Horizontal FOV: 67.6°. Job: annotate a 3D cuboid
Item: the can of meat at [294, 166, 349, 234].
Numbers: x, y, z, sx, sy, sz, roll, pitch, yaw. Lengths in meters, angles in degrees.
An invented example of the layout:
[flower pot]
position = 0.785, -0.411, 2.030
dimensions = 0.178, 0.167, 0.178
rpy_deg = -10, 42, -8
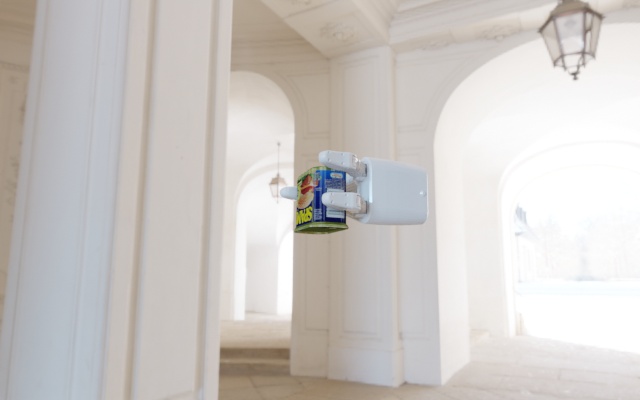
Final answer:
[can of meat]
position = 0.000, 0.002, 0.686
dimensions = 0.057, 0.084, 0.102
rpy_deg = 5, -10, -20
